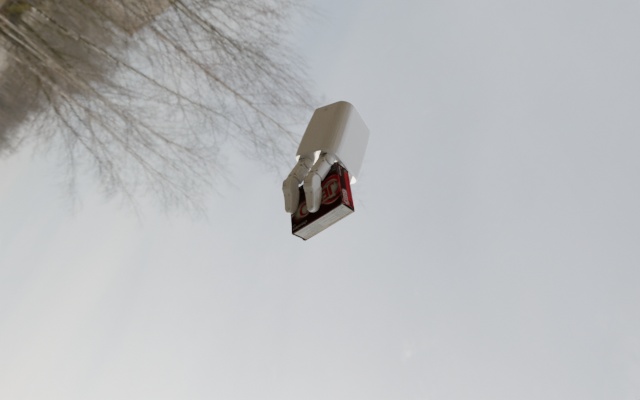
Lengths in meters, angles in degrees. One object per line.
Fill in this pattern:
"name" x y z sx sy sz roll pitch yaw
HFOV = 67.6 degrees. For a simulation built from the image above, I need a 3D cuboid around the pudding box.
"pudding box" 0.000 0.003 0.796 0.113 0.090 0.039 -35 -48 29
